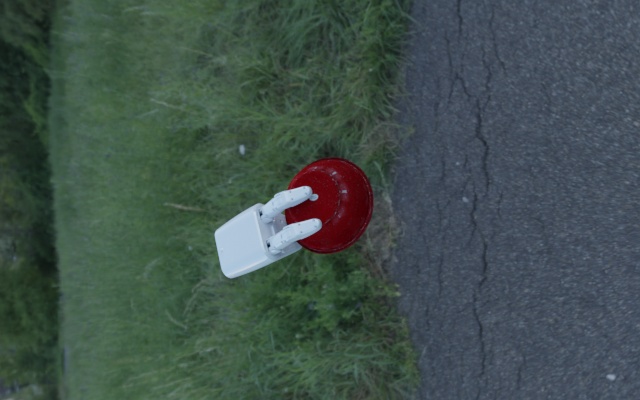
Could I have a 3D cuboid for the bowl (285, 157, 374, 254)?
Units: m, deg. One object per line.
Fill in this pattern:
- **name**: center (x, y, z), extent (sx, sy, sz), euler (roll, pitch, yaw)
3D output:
- **bowl**: center (0.001, 0.002, 0.759), extent (0.162, 0.162, 0.055), euler (0, -11, 26)
